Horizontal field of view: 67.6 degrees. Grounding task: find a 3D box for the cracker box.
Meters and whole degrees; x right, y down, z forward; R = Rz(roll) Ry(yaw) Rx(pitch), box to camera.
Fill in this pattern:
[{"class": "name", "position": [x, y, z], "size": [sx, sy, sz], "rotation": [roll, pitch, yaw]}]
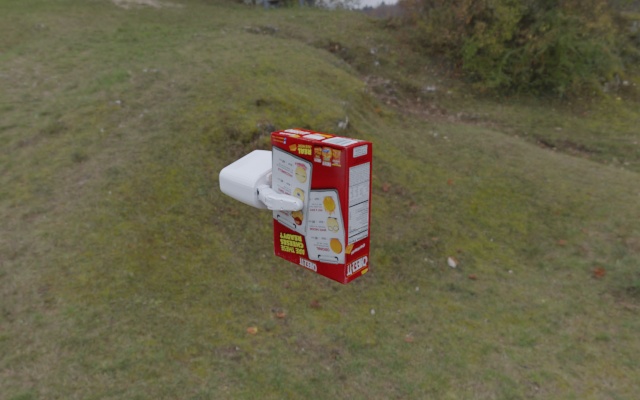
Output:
[{"class": "cracker box", "position": [0.000, 0.002, 0.757], "size": [0.164, 0.214, 0.072], "rotation": [17, 25, 41]}]
